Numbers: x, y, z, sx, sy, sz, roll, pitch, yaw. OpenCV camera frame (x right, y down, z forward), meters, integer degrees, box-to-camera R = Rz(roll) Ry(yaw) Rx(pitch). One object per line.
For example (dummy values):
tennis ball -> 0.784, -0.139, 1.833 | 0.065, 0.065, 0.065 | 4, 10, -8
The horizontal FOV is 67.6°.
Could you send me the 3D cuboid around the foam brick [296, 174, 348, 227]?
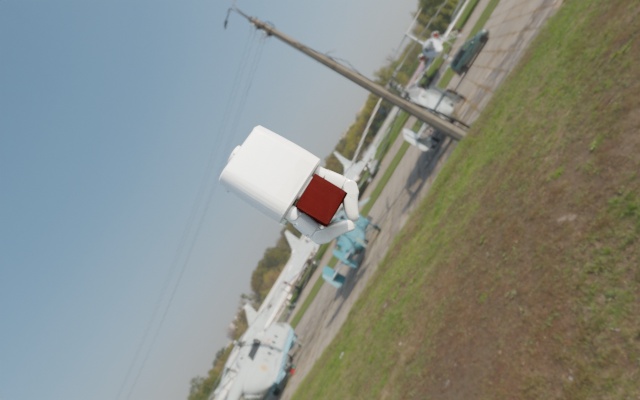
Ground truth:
foam brick -> 0.000, 0.002, 0.661 | 0.051, 0.053, 0.078 | 32, -6, 1
